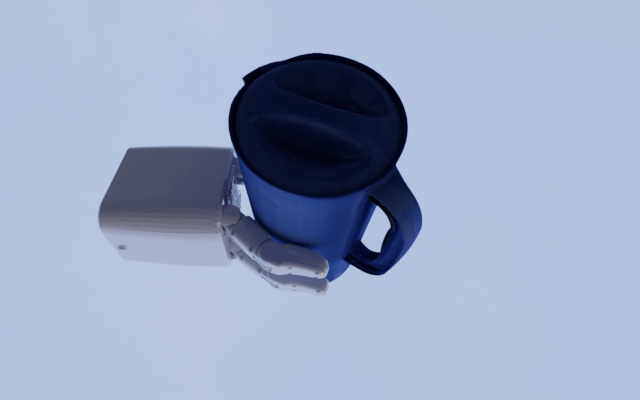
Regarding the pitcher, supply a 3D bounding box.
[{"bbox_3d":[0.000,0.001,0.448,0.145,0.149,0.243,2,-29,-2],"label":"pitcher"}]
